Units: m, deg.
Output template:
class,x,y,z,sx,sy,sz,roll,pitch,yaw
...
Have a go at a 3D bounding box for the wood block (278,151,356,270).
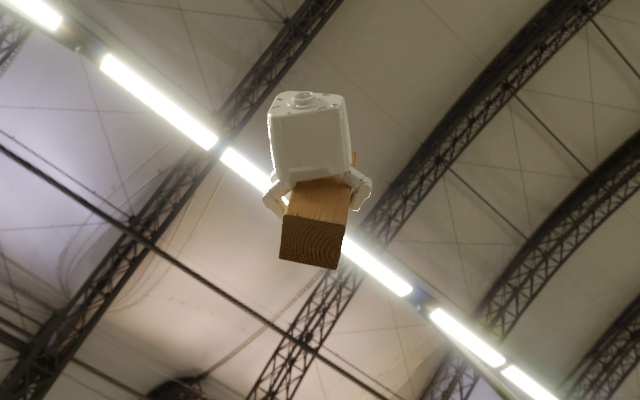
class,x,y,z,sx,sy,sz,roll,pitch,yaw
wood block,0.000,0.002,0.763,0.091,0.090,0.206,11,36,2
